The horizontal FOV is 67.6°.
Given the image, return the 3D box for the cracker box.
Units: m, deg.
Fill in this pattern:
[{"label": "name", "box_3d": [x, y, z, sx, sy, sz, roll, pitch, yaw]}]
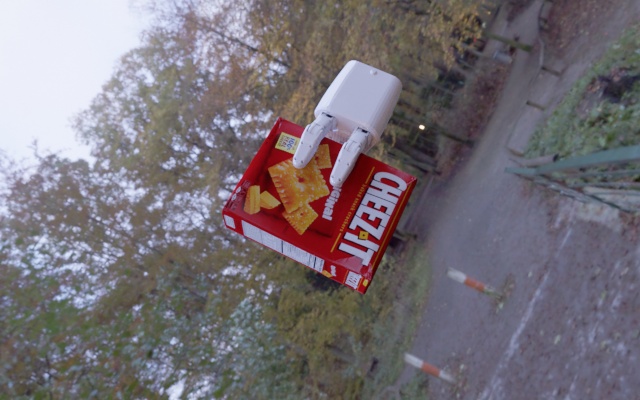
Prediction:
[{"label": "cracker box", "box_3d": [0.000, 0.002, 0.648, 0.213, 0.164, 0.072, 25, -24, 9]}]
